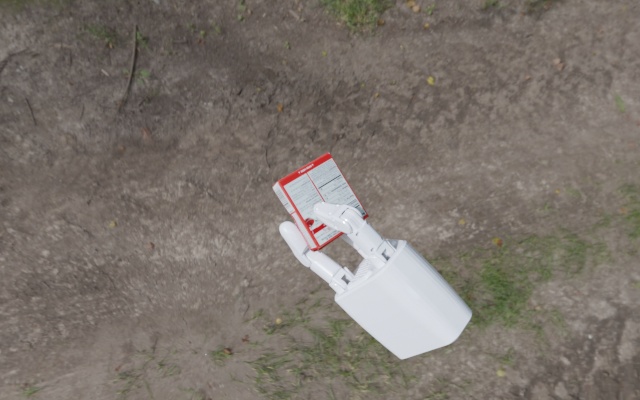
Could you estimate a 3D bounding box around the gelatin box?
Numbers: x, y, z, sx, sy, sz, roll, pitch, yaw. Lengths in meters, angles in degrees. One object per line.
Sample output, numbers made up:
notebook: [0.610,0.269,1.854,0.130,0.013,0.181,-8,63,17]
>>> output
gelatin box: [0.000,0.001,0.540,0.073,0.089,0.030,-32,1,-23]
